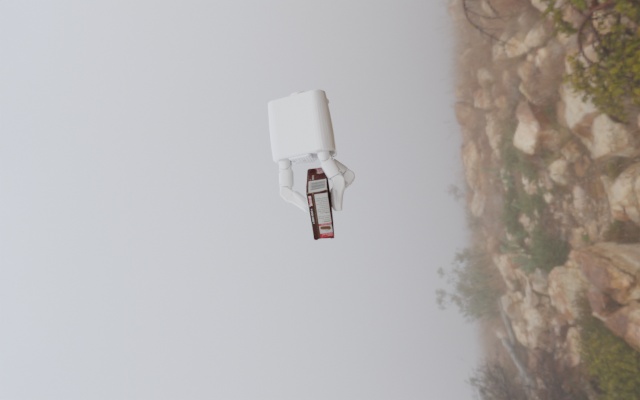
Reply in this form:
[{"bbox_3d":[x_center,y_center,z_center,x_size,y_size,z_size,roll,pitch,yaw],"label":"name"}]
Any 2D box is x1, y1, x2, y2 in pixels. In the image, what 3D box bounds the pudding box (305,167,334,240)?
[{"bbox_3d":[0.000,0.003,0.820,0.039,0.090,0.113,-7,24,5],"label":"pudding box"}]
